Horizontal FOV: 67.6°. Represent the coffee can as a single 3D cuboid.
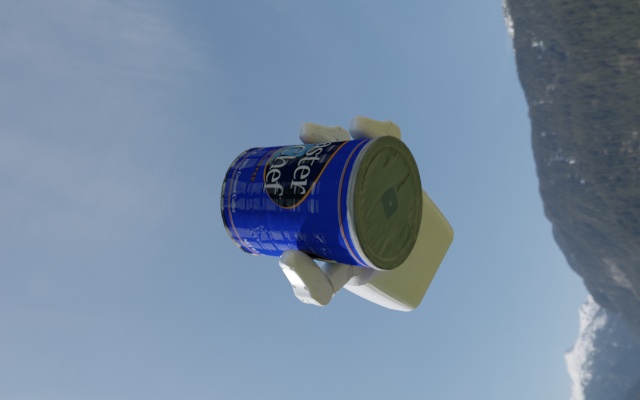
[{"bbox_3d":[0.000,0.001,0.405,0.140,0.103,0.103,1,0,38],"label":"coffee can"}]
